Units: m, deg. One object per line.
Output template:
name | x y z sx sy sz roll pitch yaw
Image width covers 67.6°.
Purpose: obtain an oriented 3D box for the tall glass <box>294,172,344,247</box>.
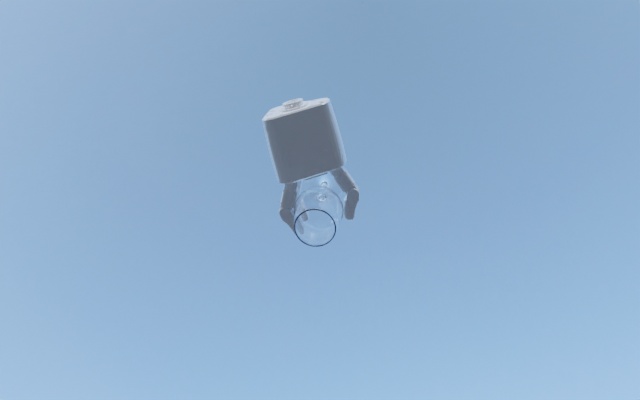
tall glass | 0.000 0.002 0.783 0.079 0.079 0.201 0 23 5
